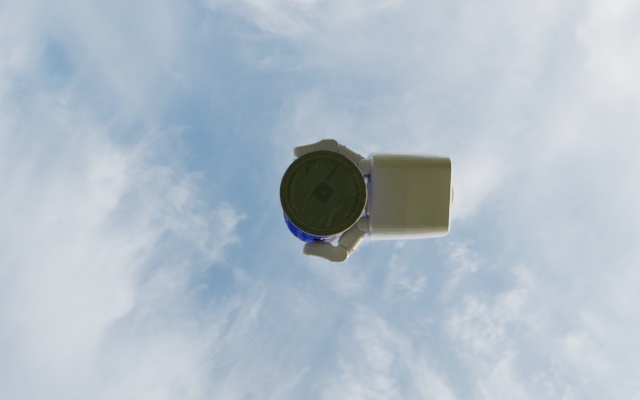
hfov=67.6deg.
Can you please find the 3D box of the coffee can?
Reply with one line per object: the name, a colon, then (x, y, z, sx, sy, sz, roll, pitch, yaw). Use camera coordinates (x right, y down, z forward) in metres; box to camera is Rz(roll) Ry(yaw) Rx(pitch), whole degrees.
coffee can: (0.000, 0.002, 0.623, 0.103, 0.103, 0.140, 0, -9, -3)
